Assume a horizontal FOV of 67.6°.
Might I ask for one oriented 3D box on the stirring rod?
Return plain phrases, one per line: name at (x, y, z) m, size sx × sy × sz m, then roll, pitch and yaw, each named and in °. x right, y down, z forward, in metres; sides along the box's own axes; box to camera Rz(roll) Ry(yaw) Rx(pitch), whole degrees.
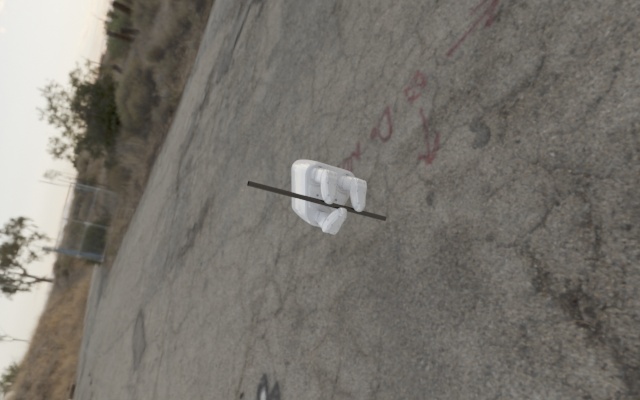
stirring rod at (0.000, 0.003, 0.758) m, size 0.239 × 0.011 × 0.011 m, roll 15°, pitch -6°, yaw -21°
